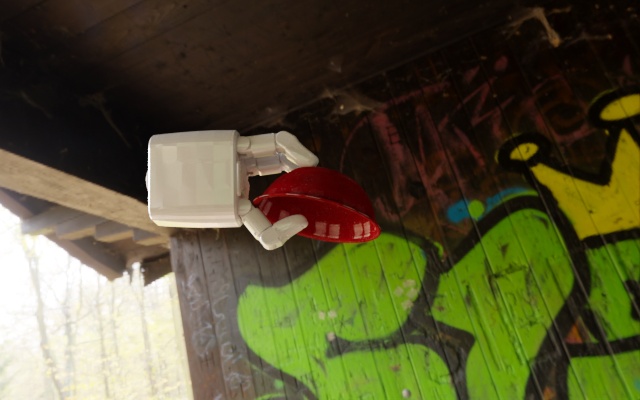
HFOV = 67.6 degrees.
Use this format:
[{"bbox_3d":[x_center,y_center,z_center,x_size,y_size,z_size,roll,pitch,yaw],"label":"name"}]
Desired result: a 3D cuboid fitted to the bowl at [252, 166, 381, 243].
[{"bbox_3d":[0.001,0.002,0.595,0.162,0.055,0.162,12,-20,4],"label":"bowl"}]
